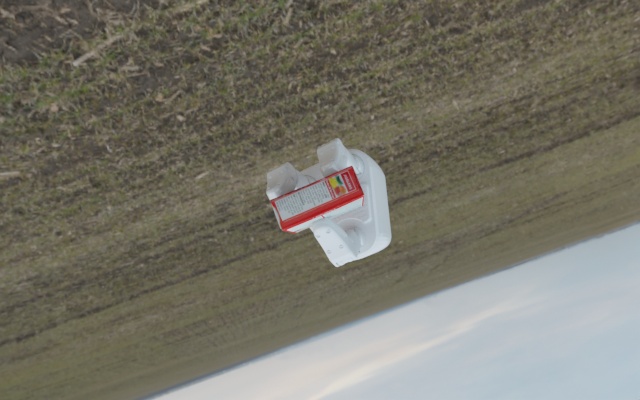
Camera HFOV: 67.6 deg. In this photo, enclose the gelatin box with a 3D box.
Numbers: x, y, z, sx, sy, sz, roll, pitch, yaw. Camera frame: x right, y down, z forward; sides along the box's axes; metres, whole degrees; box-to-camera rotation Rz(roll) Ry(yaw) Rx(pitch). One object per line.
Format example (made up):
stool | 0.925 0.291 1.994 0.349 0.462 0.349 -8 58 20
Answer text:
gelatin box | 0.000 0.002 0.424 0.073 0.030 0.089 -23 -6 2
